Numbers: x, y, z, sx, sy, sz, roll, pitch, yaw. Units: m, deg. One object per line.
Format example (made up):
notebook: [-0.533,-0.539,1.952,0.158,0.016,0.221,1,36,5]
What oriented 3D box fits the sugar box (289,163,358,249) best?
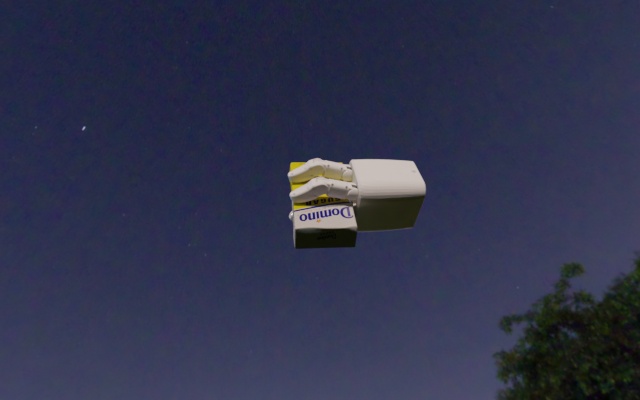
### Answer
sugar box: [0.000,0.002,0.759,0.093,0.048,0.176,-1,35,-6]
